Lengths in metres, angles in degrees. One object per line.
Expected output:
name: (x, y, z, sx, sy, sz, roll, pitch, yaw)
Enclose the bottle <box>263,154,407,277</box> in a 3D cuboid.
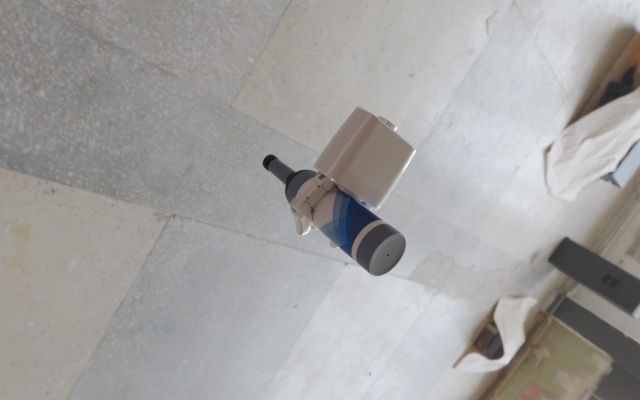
bottle: (0.000, 0.003, 0.707, 0.069, 0.069, 0.295, 0, 28, -42)
